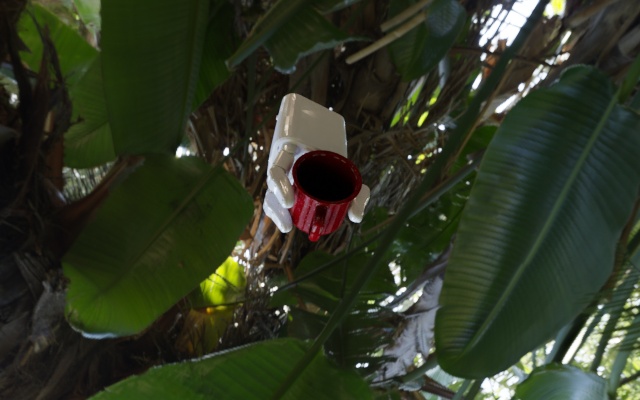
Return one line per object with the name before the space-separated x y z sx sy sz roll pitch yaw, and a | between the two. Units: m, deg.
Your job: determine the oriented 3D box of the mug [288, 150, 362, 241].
mug | 0.000 0.003 0.637 0.093 0.117 0.082 10 -40 -7
